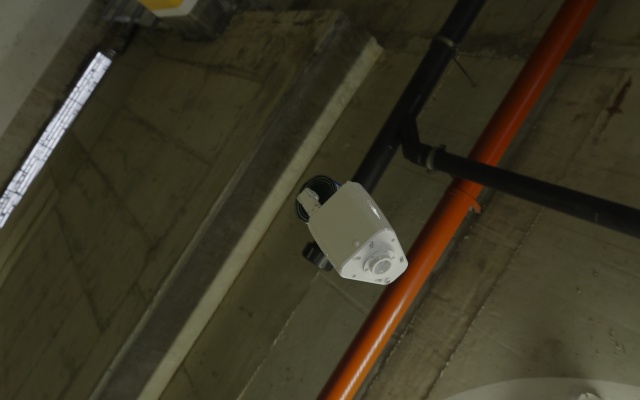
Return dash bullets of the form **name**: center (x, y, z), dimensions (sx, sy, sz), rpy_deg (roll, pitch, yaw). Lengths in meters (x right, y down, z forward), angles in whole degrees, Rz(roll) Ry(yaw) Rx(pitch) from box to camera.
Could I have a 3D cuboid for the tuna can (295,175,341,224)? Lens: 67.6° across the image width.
- **tuna can**: center (0.000, 0.003, 0.790), dimensions (0.086, 0.086, 0.034), rpy_deg (0, -23, 41)
